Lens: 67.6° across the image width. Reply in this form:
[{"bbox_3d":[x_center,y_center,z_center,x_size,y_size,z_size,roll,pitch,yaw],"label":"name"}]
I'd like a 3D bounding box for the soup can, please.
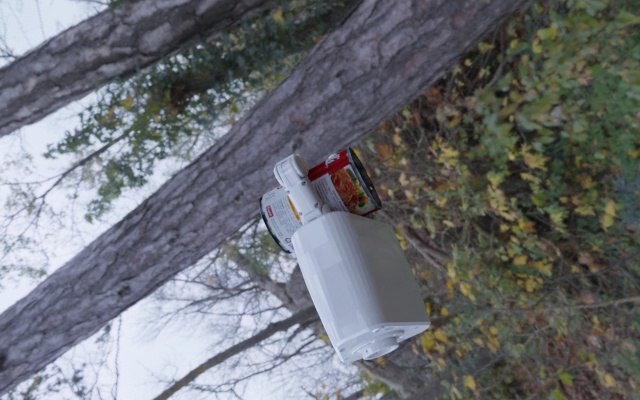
[{"bbox_3d":[0.000,0.001,0.468,0.102,0.068,0.068,-28,-7,12],"label":"soup can"}]
